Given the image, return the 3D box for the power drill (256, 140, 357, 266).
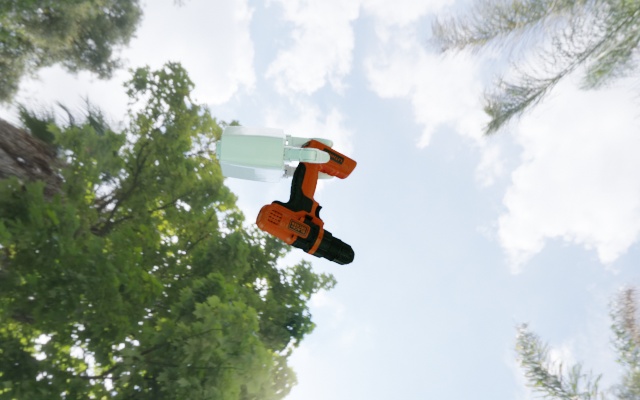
[{"bbox_3d":[0.000,0.002,0.832,0.184,0.187,0.057,27,-23,-16],"label":"power drill"}]
